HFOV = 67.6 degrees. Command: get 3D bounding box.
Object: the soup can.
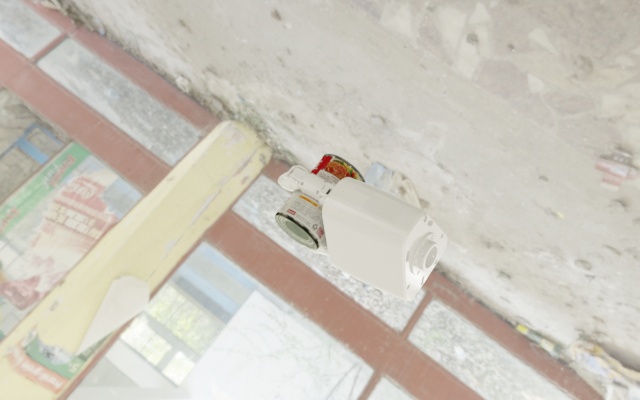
[{"bbox_3d":[0.000,0.002,0.588,0.068,0.102,0.068,34,-20,14],"label":"soup can"}]
